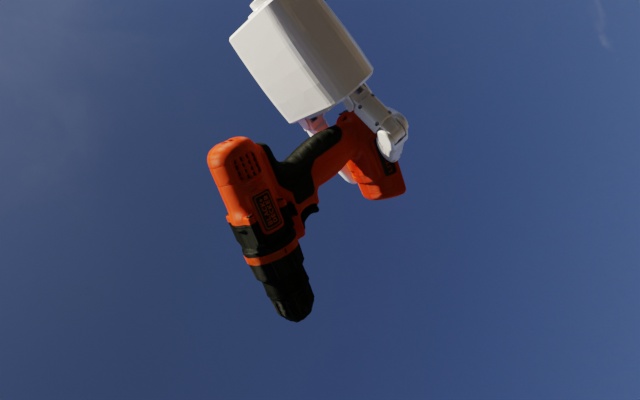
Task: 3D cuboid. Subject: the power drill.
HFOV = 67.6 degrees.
[{"bbox_3d":[0.000,0.001,0.473,0.187,0.184,0.057,-31,21,-32],"label":"power drill"}]
